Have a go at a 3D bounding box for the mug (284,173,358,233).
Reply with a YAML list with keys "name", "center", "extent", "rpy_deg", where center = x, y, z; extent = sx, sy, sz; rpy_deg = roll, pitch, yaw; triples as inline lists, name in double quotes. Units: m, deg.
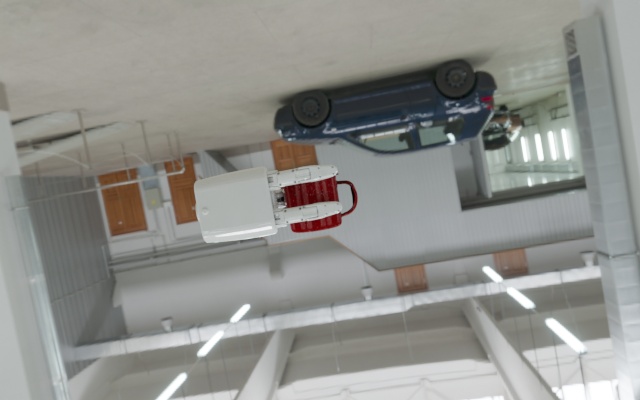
- name: "mug"
  center: [0.002, 0.002, 0.747]
  extent: [0.117, 0.081, 0.093]
  rpy_deg: [-9, 3, 0]
